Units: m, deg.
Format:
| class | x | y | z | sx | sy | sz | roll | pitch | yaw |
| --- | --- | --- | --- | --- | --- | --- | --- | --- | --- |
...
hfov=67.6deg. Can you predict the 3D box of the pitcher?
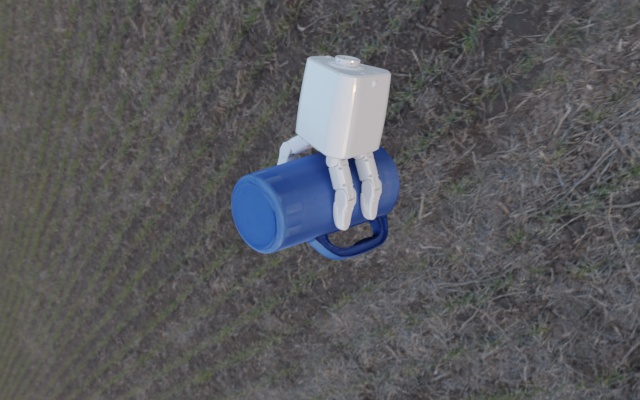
| class | x | y | z | sx | sy | sz | roll | pitch | yaw |
| --- | --- | --- | --- | --- | --- | --- | --- | --- | --- |
| pitcher | 0.000 | 0.002 | 0.698 | 0.149 | 0.145 | 0.243 | 32 | 34 | 34 |
